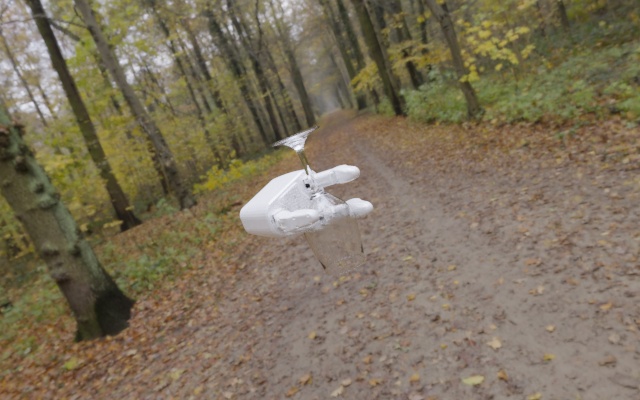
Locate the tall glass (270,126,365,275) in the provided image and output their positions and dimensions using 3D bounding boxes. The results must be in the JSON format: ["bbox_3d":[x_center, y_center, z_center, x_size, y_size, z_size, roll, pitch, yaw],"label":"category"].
[{"bbox_3d":[0.000,0.002,0.672,0.079,0.201,0.079,-21,10,4],"label":"tall glass"}]
